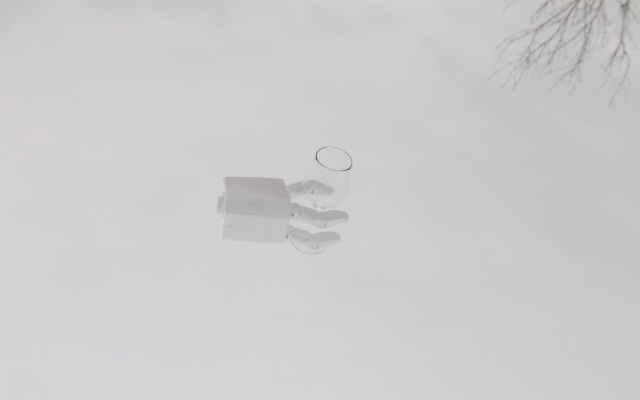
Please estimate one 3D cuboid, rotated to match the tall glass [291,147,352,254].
[{"bbox_3d":[0.000,0.003,0.836,0.079,0.201,0.079,10,43,-9],"label":"tall glass"}]
